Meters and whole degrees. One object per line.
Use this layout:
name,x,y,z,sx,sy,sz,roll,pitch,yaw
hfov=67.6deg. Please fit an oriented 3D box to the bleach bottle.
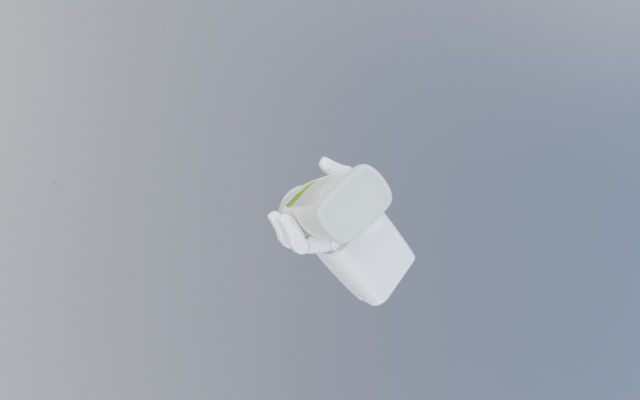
bleach bottle,0.000,0.002,0.685,0.102,0.068,0.251,-42,14,-13
